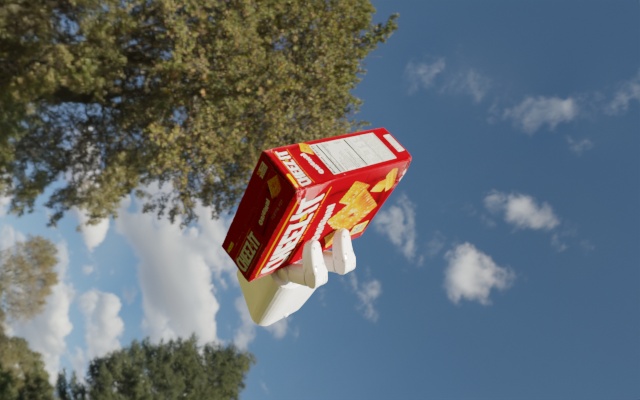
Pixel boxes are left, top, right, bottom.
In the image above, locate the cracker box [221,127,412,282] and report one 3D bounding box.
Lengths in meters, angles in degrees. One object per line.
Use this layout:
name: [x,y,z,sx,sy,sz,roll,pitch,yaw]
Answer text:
cracker box: [0.000,0.002,0.607,0.213,0.072,0.164,-18,-32,-44]
